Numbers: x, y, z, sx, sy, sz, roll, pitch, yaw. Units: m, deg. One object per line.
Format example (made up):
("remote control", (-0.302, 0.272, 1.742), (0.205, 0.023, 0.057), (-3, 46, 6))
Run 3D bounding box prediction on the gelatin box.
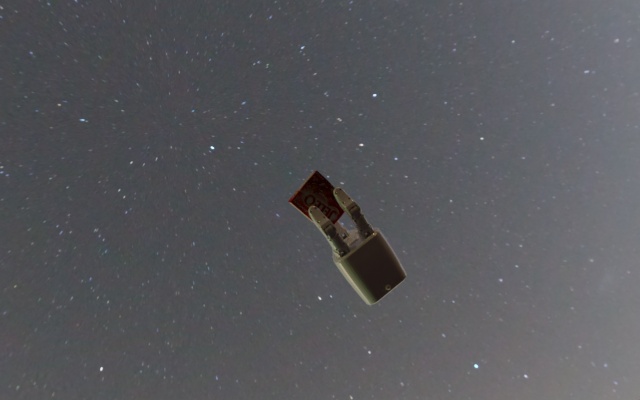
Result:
("gelatin box", (0.000, 0.003, 0.843), (0.089, 0.073, 0.030), (41, -7, -10))
